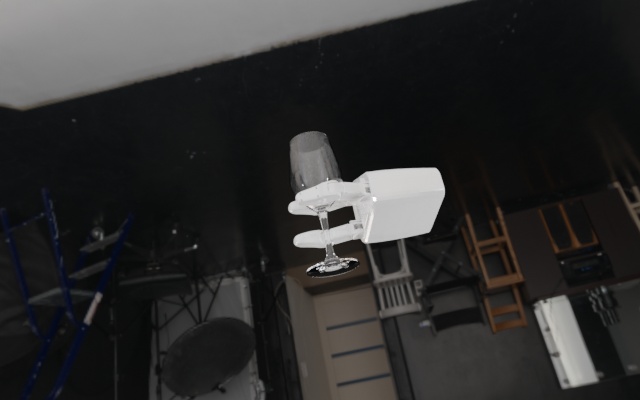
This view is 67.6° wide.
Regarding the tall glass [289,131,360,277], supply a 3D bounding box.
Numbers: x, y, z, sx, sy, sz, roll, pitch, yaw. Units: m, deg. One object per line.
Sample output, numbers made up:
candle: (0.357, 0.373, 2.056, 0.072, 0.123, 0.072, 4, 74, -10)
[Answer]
tall glass: (0.000, 0.003, 0.681, 0.079, 0.201, 0.079, -10, -23, -4)
